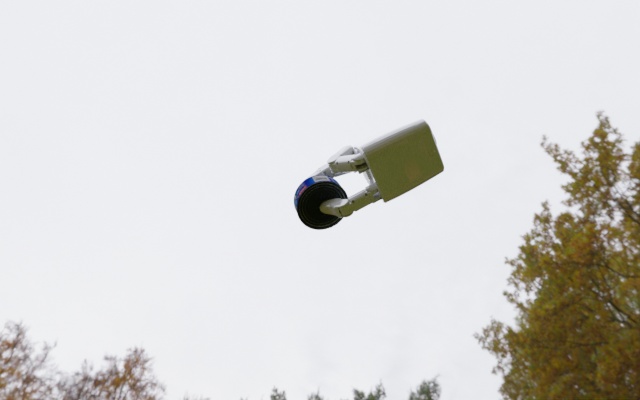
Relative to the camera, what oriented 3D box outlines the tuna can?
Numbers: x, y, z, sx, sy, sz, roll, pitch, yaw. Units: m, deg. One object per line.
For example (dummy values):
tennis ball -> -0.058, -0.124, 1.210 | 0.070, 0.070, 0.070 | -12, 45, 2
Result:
tuna can -> 0.000, 0.002, 0.773 | 0.086, 0.086, 0.033 | 0, 24, -16
